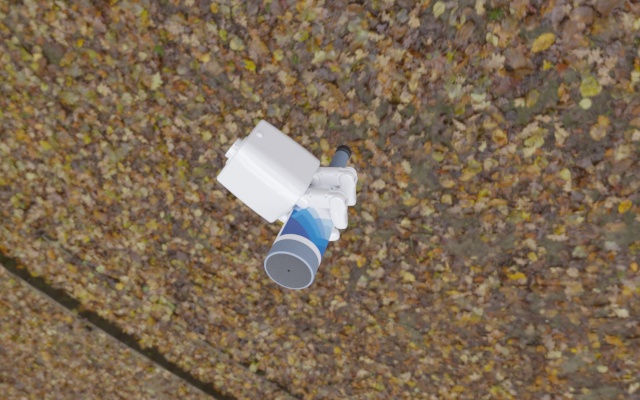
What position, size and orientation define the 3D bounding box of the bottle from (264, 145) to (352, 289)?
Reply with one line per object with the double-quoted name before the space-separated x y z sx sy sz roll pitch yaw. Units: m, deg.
"bottle" 0.000 0.003 0.716 0.069 0.069 0.295 0 36 20
